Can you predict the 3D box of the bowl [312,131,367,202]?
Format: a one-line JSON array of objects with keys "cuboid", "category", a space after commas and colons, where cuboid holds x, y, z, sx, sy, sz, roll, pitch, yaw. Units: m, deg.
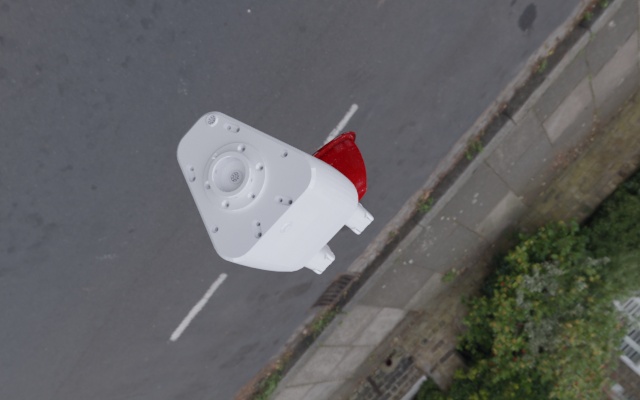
[{"cuboid": [0.001, 0.002, 0.528, 0.055, 0.162, 0.162, 44, 8, 8], "category": "bowl"}]
